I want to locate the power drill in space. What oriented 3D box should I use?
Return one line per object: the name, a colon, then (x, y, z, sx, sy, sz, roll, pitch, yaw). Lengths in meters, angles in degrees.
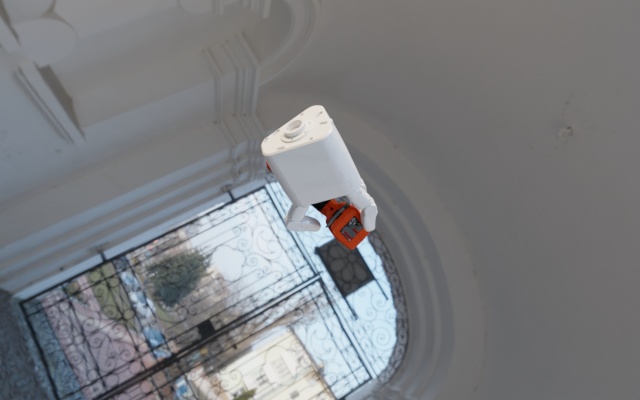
power drill: (0.000, 0.003, 0.827, 0.187, 0.057, 0.184, 41, -1, 32)
